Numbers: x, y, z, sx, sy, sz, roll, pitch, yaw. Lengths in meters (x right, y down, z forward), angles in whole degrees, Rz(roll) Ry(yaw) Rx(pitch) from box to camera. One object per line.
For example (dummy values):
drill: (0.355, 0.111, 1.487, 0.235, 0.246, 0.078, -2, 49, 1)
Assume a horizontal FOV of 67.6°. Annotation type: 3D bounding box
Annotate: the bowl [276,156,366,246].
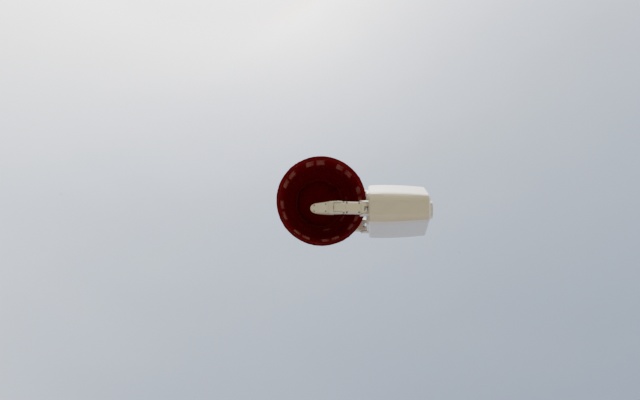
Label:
bowl: (-0.001, 0.003, 0.876, 0.162, 0.162, 0.055, 0, -6, -4)
